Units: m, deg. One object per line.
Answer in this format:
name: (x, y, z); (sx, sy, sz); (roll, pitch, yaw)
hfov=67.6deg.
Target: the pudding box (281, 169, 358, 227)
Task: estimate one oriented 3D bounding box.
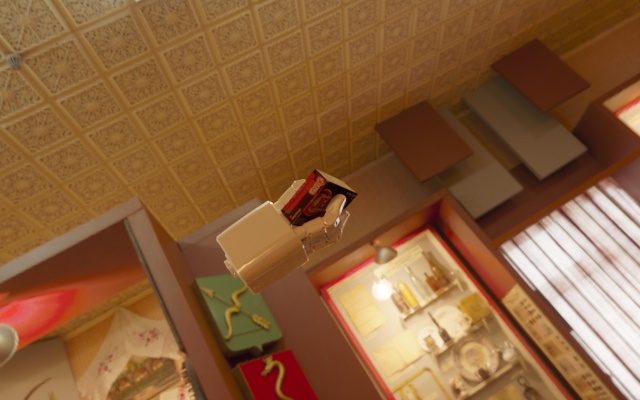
pudding box: (0.000, 0.002, 0.777); (0.039, 0.090, 0.113); (47, 15, 25)
